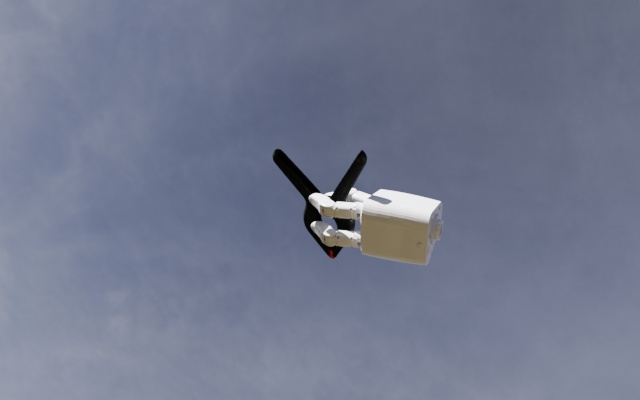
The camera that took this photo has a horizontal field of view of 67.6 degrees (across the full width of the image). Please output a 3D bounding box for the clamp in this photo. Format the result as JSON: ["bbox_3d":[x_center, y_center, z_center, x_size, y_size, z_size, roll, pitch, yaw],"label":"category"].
[{"bbox_3d":[0.001,0.003,0.811,0.164,0.210,0.036,11,33,23],"label":"clamp"}]
